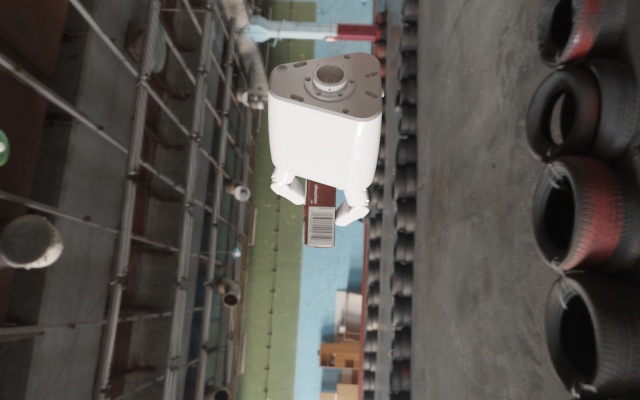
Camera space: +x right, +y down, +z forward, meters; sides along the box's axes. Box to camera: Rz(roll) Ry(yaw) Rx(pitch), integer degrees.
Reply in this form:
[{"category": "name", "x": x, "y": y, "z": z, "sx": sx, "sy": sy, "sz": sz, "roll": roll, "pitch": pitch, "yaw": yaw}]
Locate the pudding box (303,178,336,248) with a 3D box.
[{"category": "pudding box", "x": 0.000, "y": 0.002, "z": 0.589, "sx": 0.039, "sy": 0.113, "sz": 0.090, "roll": 4, "pitch": -5, "yaw": 0}]
